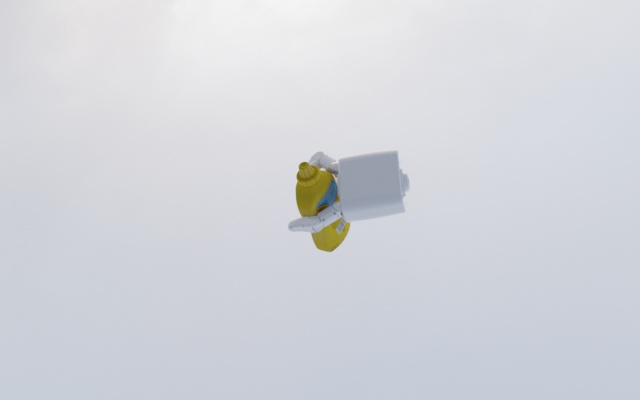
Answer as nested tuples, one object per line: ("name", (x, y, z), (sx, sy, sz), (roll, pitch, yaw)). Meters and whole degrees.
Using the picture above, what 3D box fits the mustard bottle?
("mustard bottle", (0.000, 0.003, 0.861), (0.058, 0.096, 0.192), (12, -35, 31))
